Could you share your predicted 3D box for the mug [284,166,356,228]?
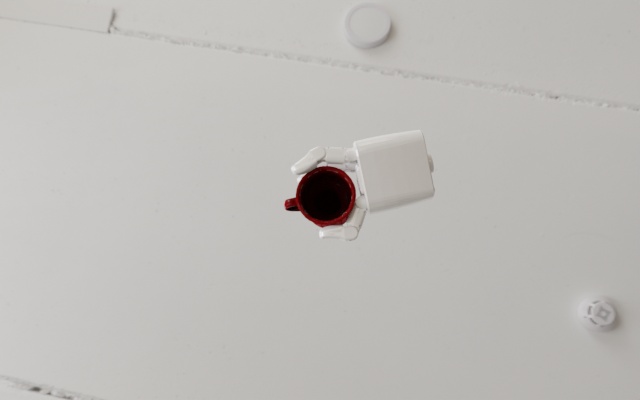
[{"bbox_3d":[-0.001,0.003,0.768,0.117,0.093,0.081,-11,-13,3],"label":"mug"}]
